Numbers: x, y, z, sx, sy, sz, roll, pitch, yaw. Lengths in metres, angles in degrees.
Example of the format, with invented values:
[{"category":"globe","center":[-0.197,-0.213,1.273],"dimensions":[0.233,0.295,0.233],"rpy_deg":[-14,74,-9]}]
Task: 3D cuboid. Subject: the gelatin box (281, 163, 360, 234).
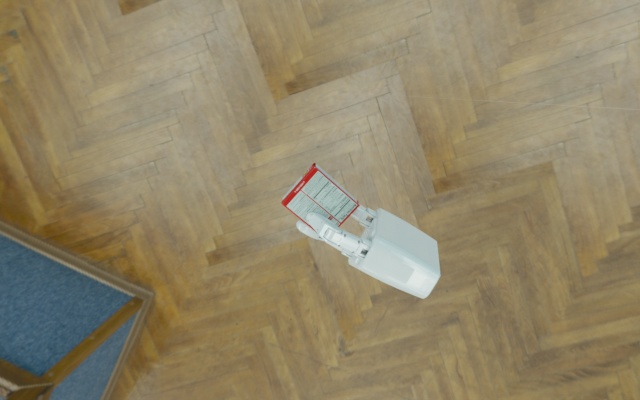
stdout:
[{"category":"gelatin box","center":[0.000,0.002,0.687],"dimensions":[0.089,0.073,0.030],"rpy_deg":[40,12,-13]}]
